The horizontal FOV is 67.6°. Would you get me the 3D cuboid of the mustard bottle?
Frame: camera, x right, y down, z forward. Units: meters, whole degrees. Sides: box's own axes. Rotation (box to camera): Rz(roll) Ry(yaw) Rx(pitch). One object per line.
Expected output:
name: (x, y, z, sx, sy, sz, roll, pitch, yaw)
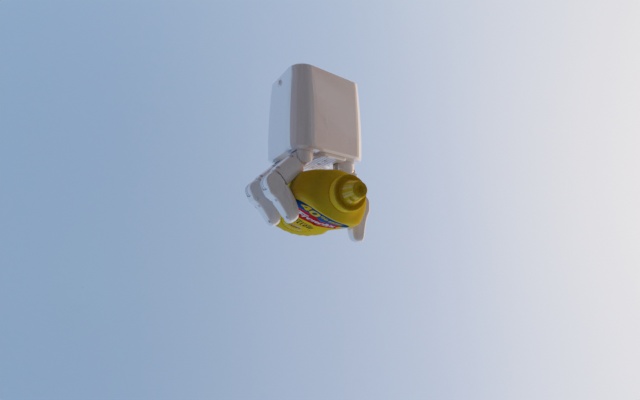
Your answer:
mustard bottle: (0.000, 0.002, 0.579, 0.096, 0.058, 0.191, 30, -21, -19)
